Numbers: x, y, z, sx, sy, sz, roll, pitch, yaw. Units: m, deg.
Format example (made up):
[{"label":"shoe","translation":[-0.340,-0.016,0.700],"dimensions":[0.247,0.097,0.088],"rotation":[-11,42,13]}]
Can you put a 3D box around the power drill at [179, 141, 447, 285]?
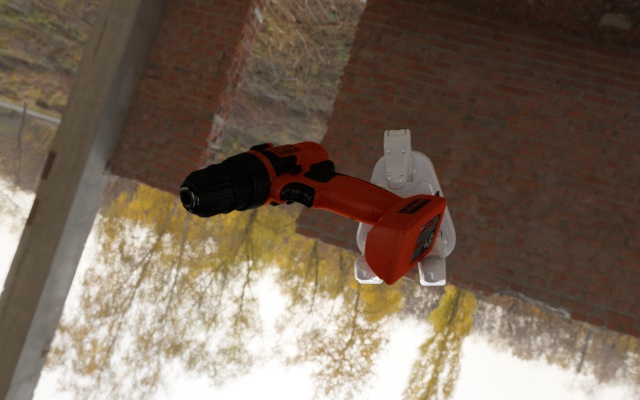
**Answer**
[{"label":"power drill","translation":[0.001,0.002,0.417],"dimensions":[0.187,0.057,0.184],"rotation":[26,29,27]}]
